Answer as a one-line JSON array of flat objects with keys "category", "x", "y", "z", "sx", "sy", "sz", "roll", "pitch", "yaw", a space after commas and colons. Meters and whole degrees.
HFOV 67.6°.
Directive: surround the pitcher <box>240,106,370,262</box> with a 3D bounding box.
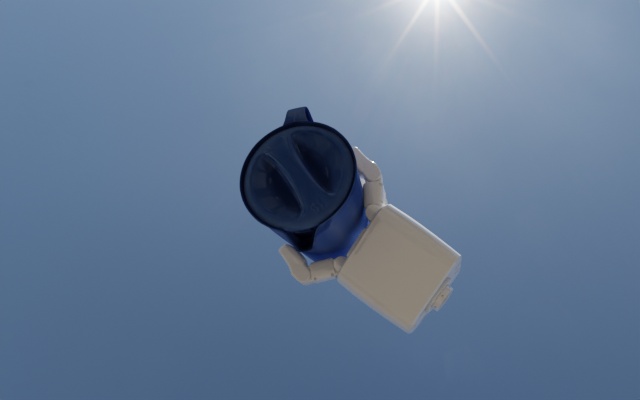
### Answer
[{"category": "pitcher", "x": 0.000, "y": 0.002, "z": 0.627, "sx": 0.145, "sy": 0.149, "sz": 0.243, "roll": 35, "pitch": -9, "yaw": 23}]
